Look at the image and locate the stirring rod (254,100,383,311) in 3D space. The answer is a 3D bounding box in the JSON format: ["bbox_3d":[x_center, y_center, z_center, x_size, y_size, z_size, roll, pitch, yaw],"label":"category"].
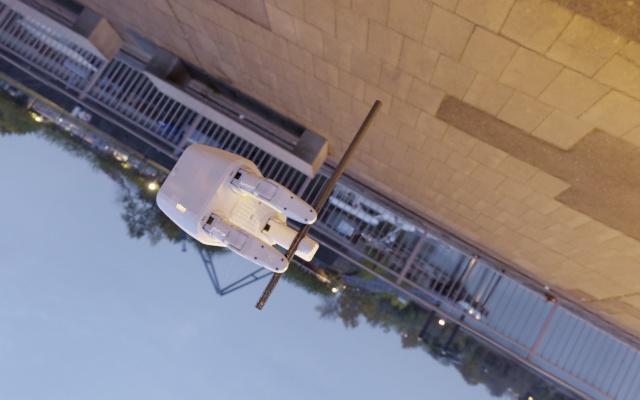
[{"bbox_3d":[0.000,0.001,0.477,0.011,0.239,0.011,30,-7,4],"label":"stirring rod"}]
